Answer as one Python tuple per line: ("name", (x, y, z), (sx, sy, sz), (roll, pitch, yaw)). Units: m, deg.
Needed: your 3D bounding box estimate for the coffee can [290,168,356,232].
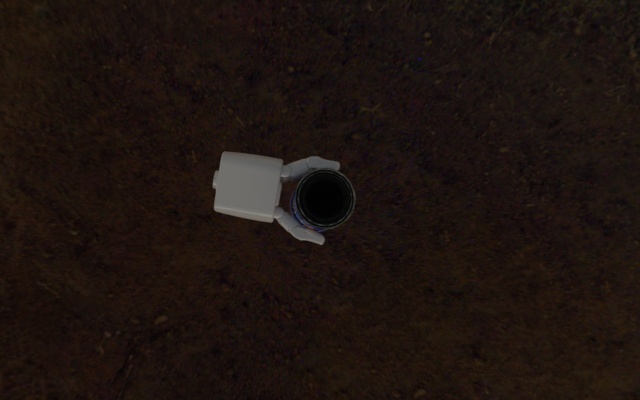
("coffee can", (0.000, 0.003, 0.854), (0.103, 0.103, 0.140), (0, -5, -7))
